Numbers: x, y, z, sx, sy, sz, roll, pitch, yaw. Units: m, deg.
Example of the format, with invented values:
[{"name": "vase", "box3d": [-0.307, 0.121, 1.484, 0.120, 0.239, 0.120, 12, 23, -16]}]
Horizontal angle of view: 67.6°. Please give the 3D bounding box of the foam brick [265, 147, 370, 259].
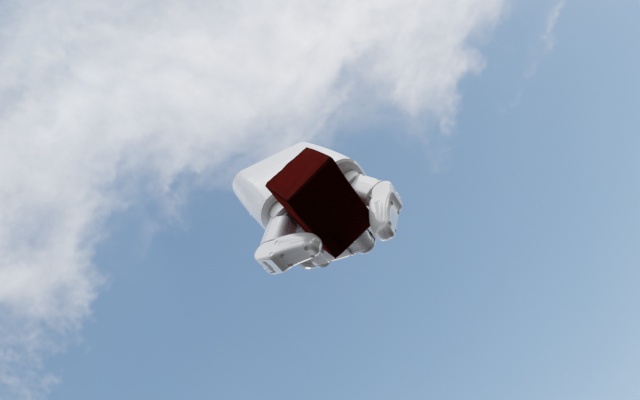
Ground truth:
[{"name": "foam brick", "box3d": [0.000, 0.001, 0.414, 0.053, 0.078, 0.051, -43, 32, -8]}]
